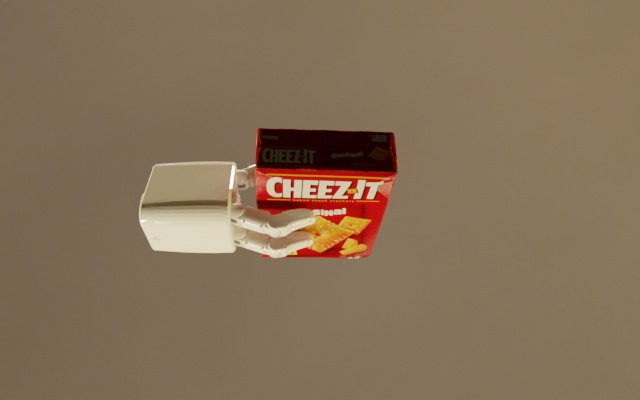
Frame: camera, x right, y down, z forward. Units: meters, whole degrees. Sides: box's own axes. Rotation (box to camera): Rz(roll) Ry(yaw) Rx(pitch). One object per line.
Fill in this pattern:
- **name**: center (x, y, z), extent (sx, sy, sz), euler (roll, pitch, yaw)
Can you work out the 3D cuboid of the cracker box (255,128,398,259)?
- **cracker box**: center (0.000, 0.002, 0.632), extent (0.164, 0.072, 0.214), euler (1, -33, -4)
